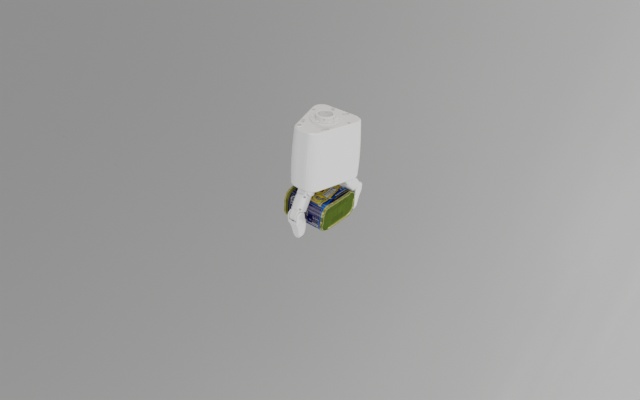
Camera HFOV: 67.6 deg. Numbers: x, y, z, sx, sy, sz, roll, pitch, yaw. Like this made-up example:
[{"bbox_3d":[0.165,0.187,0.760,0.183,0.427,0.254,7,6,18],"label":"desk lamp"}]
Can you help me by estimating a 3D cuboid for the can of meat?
[{"bbox_3d":[0.000,0.003,0.844,0.084,0.057,0.102,26,38,29],"label":"can of meat"}]
